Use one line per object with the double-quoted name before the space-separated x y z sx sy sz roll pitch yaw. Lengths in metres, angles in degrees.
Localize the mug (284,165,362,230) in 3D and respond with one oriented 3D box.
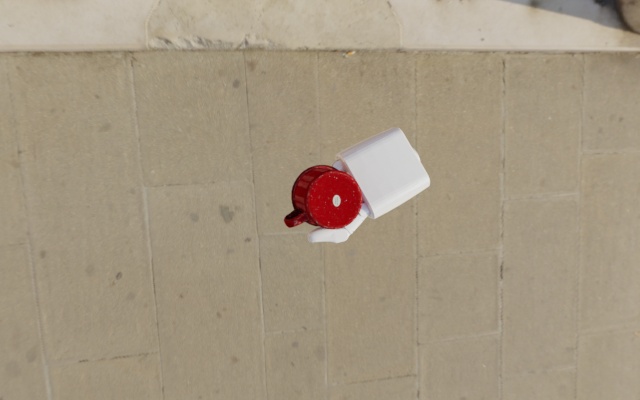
"mug" -0.001 0.003 0.674 0.117 0.093 0.081 -30 10 -8
